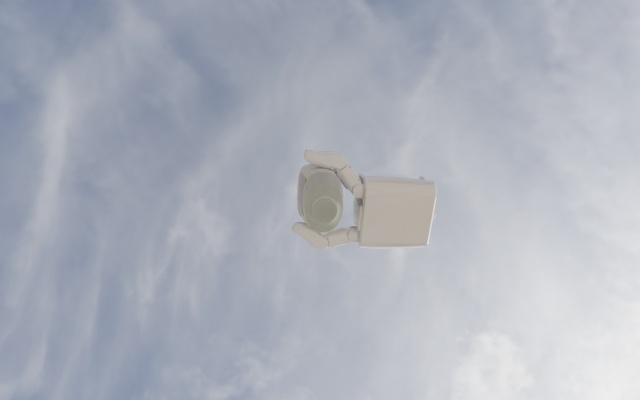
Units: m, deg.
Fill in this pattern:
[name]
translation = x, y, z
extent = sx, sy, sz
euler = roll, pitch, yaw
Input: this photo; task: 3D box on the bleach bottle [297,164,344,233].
[bleach bottle]
translation = 0.000, 0.002, 0.698
extent = 0.068, 0.102, 0.251
euler = 0, 9, -3
